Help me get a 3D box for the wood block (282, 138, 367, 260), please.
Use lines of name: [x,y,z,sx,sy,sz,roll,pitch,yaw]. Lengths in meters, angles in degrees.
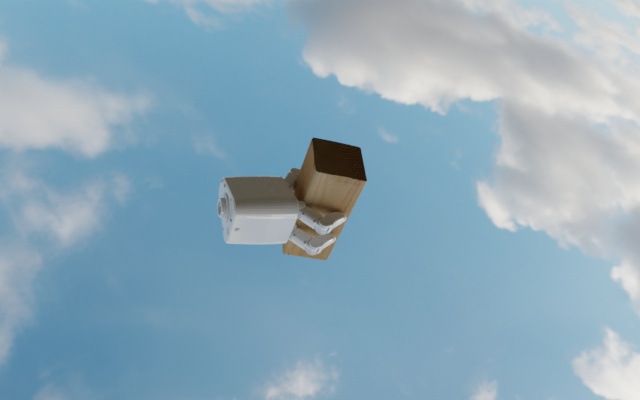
wood block: [0.000,0.003,0.844,0.090,0.090,0.206,10,-47,-15]
